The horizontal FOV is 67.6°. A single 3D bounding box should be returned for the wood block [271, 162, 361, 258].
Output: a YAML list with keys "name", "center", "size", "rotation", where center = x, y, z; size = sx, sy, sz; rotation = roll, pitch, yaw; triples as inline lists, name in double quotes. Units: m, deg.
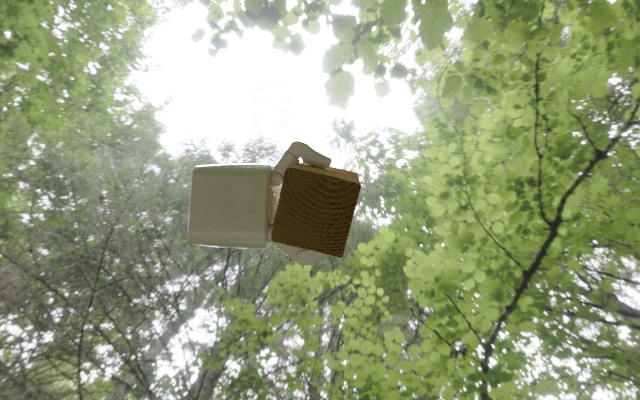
- name: "wood block"
  center: [0.000, 0.002, 0.646]
  size: [0.090, 0.091, 0.206]
  rotation: [13, 8, 2]
